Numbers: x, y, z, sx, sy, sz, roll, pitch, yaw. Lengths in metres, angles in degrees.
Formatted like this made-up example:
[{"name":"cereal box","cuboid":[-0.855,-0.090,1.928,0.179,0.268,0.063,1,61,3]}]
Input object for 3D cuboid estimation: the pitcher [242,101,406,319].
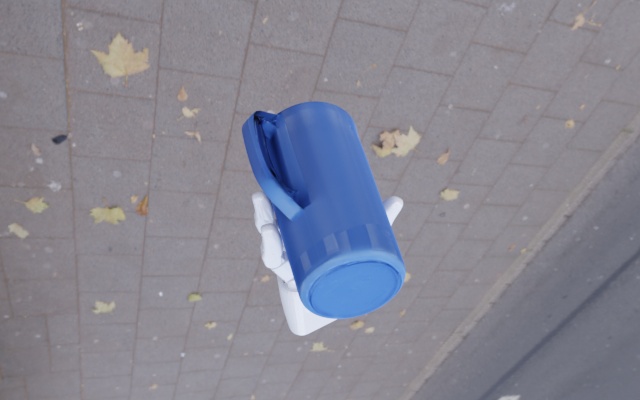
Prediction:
[{"name":"pitcher","cuboid":[0.000,0.002,0.537,0.149,0.145,0.242,-9,45,-9]}]
